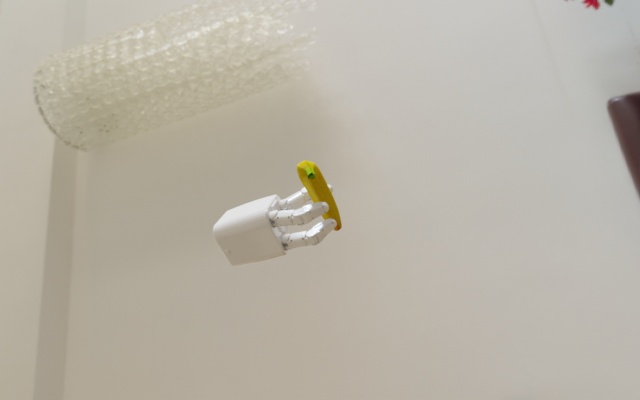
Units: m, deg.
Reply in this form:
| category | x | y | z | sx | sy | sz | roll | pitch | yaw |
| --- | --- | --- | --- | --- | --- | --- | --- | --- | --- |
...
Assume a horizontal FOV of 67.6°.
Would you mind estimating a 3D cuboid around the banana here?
| category | x | y | z | sx | sy | sz | roll | pitch | yaw |
| --- | --- | --- | --- | --- | --- | --- | --- | --- | --- |
| banana | -0.004 | -0.014 | 0.825 | 0.037 | 0.069 | 0.198 | -18 | -32 | 8 |
